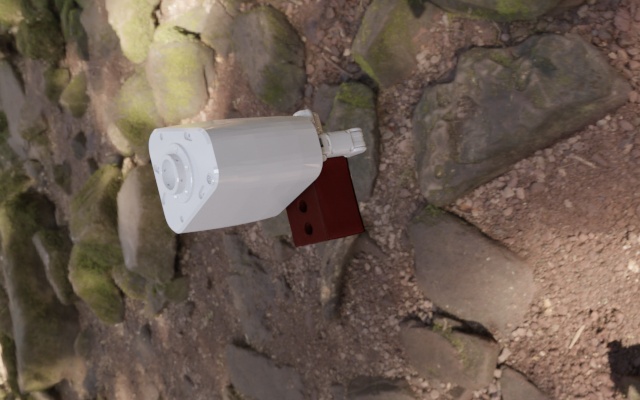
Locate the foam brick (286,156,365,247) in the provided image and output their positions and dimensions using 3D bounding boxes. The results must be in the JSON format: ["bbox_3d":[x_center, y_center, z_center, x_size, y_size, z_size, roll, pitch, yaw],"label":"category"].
[{"bbox_3d":[0.000,0.002,0.466,0.051,0.078,0.053,-13,-3,-43],"label":"foam brick"}]
